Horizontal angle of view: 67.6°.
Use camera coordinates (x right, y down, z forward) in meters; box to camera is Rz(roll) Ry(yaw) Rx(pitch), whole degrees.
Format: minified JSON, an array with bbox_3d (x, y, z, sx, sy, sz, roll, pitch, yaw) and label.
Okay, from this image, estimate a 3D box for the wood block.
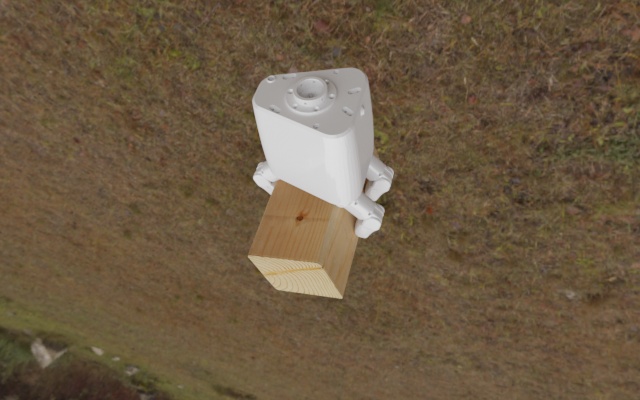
[{"bbox_3d":[0.000,0.002,0.584,0.091,0.206,0.090,3,-34,24],"label":"wood block"}]
